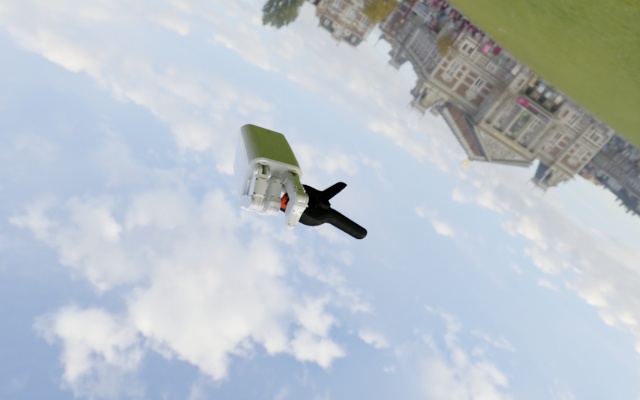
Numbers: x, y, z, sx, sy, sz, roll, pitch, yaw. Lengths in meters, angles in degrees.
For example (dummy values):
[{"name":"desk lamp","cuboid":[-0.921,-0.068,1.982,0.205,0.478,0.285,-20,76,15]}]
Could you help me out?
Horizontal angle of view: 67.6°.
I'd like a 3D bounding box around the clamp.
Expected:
[{"name":"clamp","cuboid":[0.000,0.003,0.818,0.171,0.120,0.039,17,-52,-34]}]
